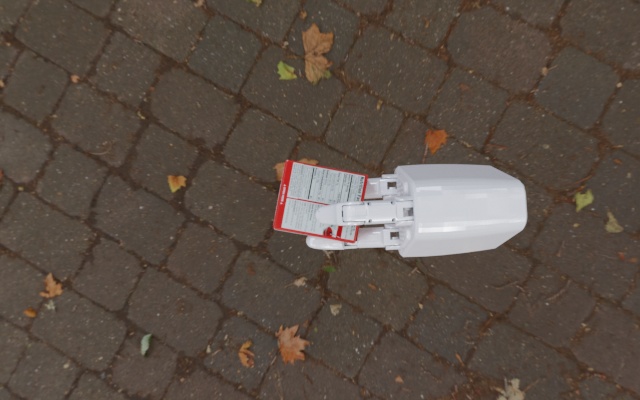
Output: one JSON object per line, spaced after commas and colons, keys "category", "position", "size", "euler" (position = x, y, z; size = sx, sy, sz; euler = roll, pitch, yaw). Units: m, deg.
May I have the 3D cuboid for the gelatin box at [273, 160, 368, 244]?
{"category": "gelatin box", "position": [0.000, 0.002, 0.501], "size": [0.089, 0.073, 0.030], "euler": [10, -2, -5]}
